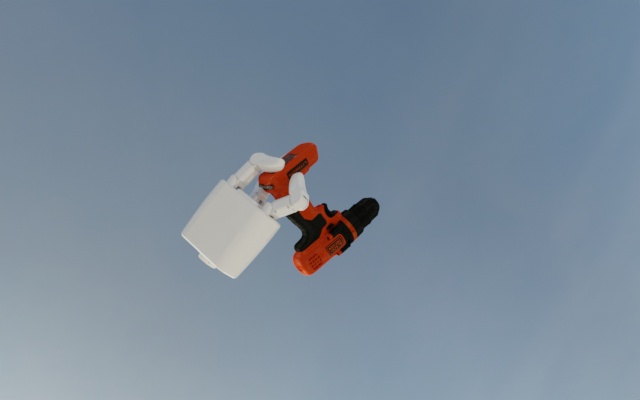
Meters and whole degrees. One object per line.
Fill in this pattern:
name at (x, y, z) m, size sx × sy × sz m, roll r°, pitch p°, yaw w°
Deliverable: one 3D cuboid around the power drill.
power drill at (0.000, 0.002, 0.778) m, size 0.184 × 0.188 × 0.057 m, roll -40°, pitch 23°, yaw -22°
